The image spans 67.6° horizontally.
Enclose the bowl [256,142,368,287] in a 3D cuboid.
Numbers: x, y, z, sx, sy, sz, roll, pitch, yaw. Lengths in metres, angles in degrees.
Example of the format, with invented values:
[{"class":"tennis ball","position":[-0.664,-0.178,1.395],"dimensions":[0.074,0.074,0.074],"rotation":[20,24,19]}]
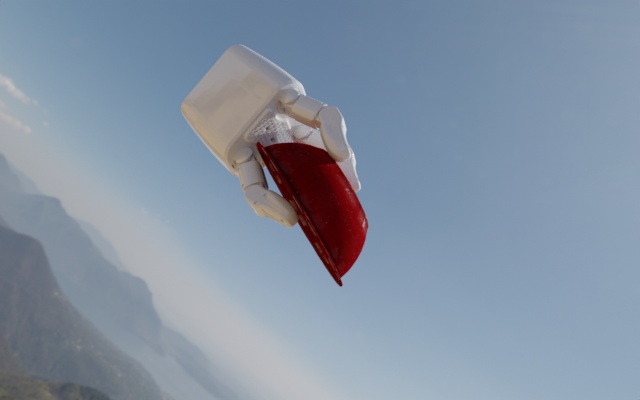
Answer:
[{"class":"bowl","position":[0.001,0.002,0.469],"dimensions":[0.055,0.162,0.162],"rotation":[-30,3,-6]}]
